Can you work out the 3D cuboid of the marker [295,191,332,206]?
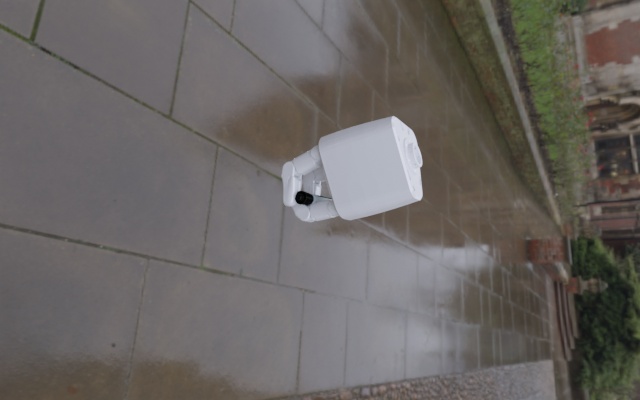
[{"bbox_3d":[0.000,0.002,0.687,0.020,0.020,0.121,0,-7,29],"label":"marker"}]
